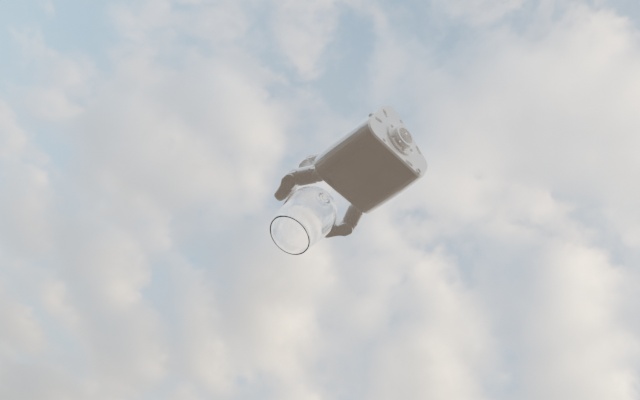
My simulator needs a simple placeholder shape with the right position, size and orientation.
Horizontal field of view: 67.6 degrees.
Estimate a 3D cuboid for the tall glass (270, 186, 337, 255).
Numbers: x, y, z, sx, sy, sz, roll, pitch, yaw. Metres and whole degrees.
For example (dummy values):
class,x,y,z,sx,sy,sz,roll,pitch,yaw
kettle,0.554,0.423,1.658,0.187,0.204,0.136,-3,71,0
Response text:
class,x,y,z,sx,sy,sz,roll,pitch,yaw
tall glass,0.000,0.002,0.720,0.079,0.079,0.201,0,27,29
